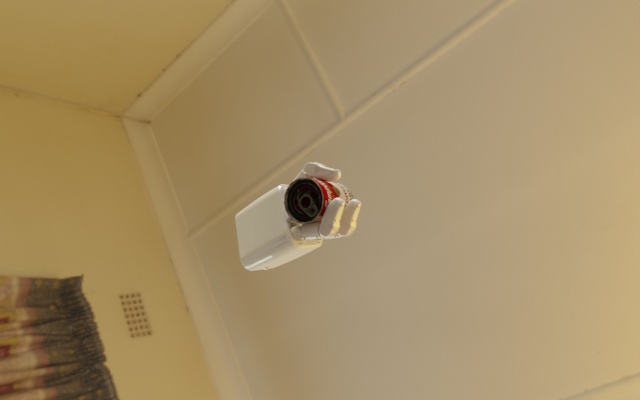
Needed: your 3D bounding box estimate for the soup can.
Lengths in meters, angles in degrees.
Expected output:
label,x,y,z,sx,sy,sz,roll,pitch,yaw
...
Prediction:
label,x,y,z,sx,sy,sz,roll,pitch,yaw
soup can,0.001,0.002,0.741,0.068,0.068,0.102,0,-3,31
